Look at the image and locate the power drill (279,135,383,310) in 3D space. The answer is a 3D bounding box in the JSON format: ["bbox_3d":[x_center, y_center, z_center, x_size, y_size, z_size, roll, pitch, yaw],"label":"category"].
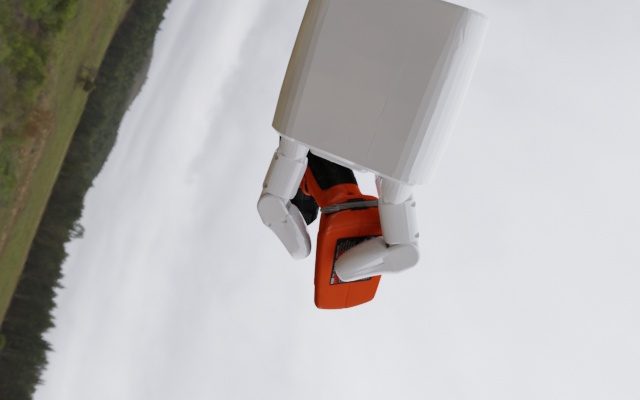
[{"bbox_3d":[0.000,0.002,0.432,0.057,0.185,0.187,-8,43,-14],"label":"power drill"}]
